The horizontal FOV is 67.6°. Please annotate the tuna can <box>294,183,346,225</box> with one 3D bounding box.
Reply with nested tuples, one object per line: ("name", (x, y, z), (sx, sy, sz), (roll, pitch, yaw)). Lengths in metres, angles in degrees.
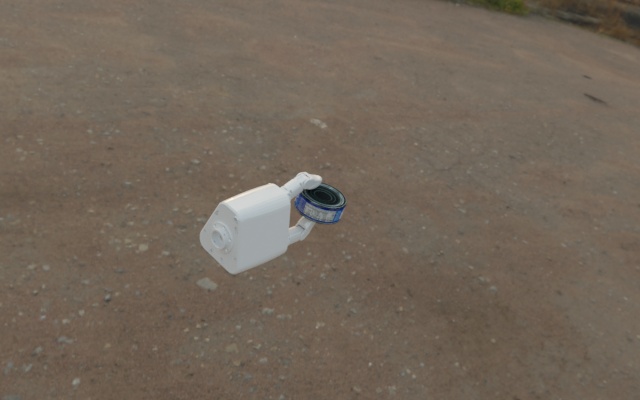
("tuna can", (0.000, 0.002, 0.812), (0.086, 0.034, 0.086), (16, 28, -9))
